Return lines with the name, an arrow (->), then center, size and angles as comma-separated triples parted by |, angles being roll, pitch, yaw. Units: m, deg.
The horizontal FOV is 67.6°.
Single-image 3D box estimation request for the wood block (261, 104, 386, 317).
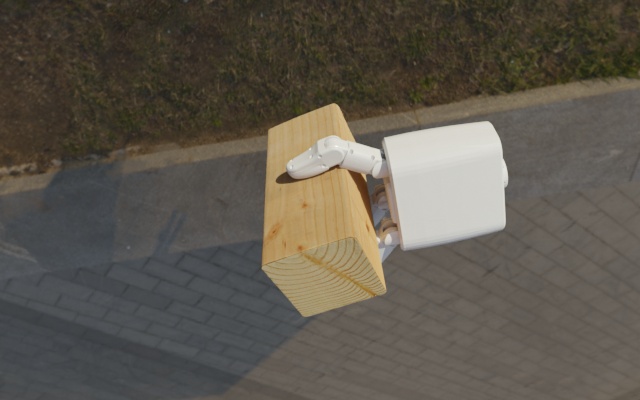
wood block -> 0.000, 0.001, 0.504 | 0.090, 0.206, 0.091 | -19, -49, 14
